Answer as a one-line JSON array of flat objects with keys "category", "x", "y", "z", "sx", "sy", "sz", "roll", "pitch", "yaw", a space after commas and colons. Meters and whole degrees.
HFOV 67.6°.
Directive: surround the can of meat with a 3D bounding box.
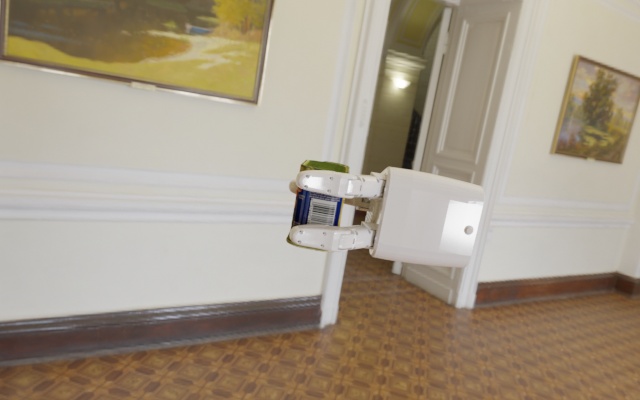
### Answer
[{"category": "can of meat", "x": 0.000, "y": 0.001, "z": 0.529, "sx": 0.057, "sy": 0.084, "sz": 0.102, "roll": 10, "pitch": 10, "yaw": 1}]
